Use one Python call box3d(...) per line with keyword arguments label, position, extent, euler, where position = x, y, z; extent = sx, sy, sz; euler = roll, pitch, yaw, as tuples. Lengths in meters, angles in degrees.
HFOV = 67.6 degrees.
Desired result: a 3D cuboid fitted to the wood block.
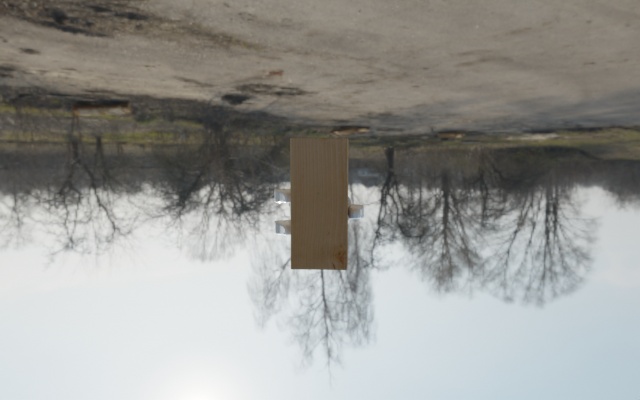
box3d(label="wood block", position=(0.000, 0.003, 0.782), extent=(0.091, 0.206, 0.090), euler=(0, 5, 4))
